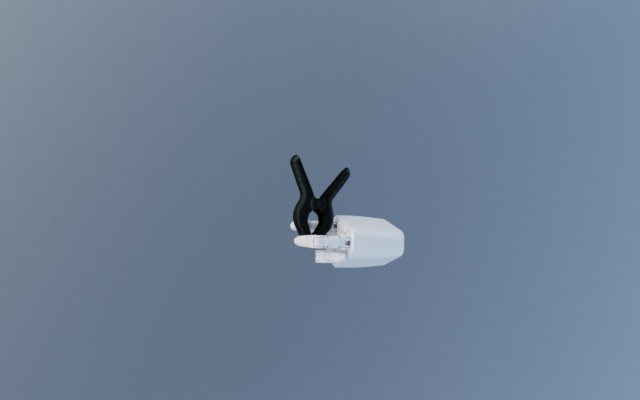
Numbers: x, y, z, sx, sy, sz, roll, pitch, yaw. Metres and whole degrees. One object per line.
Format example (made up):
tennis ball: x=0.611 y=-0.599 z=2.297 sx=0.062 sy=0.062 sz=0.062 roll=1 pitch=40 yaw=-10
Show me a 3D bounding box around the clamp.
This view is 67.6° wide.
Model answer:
clamp: x=0.000 y=0.003 z=0.892 sx=0.120 sy=0.171 sz=0.039 roll=2 pitch=-4 yaw=-17
